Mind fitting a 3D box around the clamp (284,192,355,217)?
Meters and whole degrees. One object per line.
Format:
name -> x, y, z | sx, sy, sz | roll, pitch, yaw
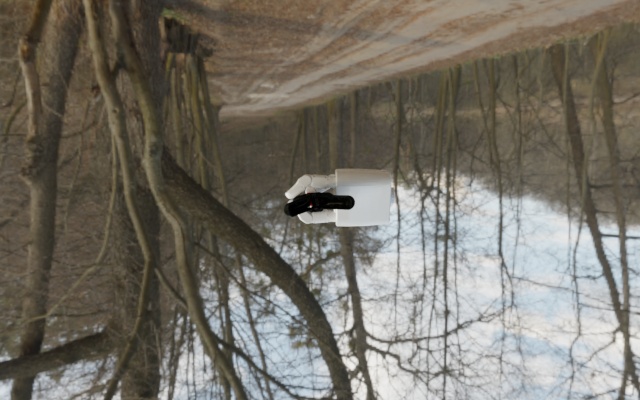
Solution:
clamp -> 0.000, 0.003, 0.872 | 0.120, 0.039, 0.171 | 0, 8, 1
